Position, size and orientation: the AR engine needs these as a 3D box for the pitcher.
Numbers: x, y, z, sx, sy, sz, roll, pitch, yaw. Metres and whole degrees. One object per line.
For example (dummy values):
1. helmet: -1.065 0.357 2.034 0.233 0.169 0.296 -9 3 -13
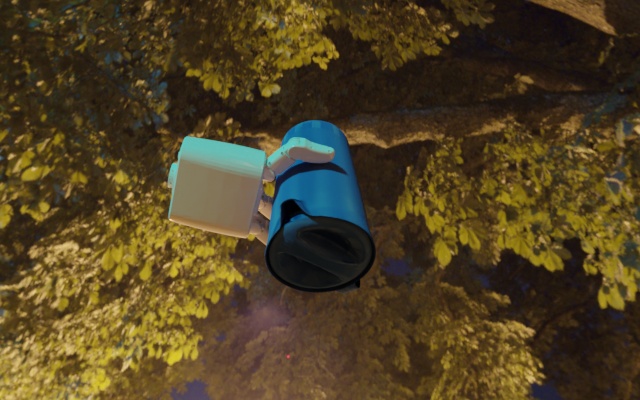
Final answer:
1. pitcher: 0.000 0.002 0.663 0.145 0.149 0.242 12 39 -12
